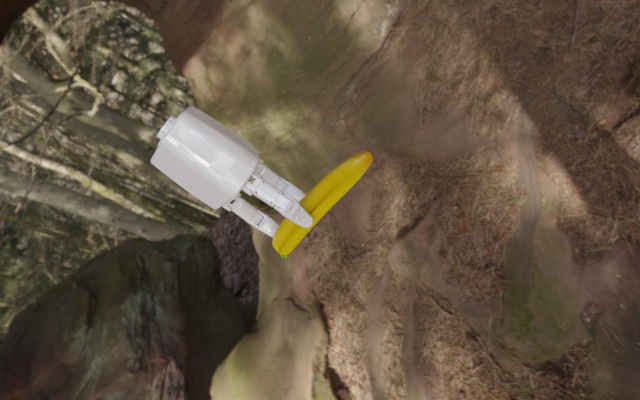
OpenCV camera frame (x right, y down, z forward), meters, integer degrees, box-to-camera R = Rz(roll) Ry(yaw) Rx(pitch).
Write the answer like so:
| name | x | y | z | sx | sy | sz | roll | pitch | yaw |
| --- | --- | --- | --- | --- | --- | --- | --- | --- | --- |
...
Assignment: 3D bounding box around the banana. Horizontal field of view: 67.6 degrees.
| name | x | y | z | sx | sy | sz | roll | pitch | yaw |
| --- | --- | --- | --- | --- | --- | --- | --- | --- | --- |
| banana | -0.006 | 0.007 | 0.643 | 0.037 | 0.198 | 0.069 | 44 | 14 | 4 |
